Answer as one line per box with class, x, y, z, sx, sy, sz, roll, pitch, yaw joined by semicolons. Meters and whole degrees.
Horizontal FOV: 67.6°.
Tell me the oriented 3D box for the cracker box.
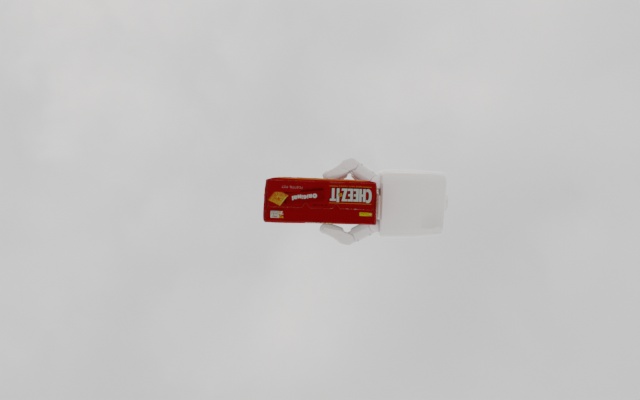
cracker box;0.000;0.003;0.787;0.164;0.072;0.214;1;-2;0
